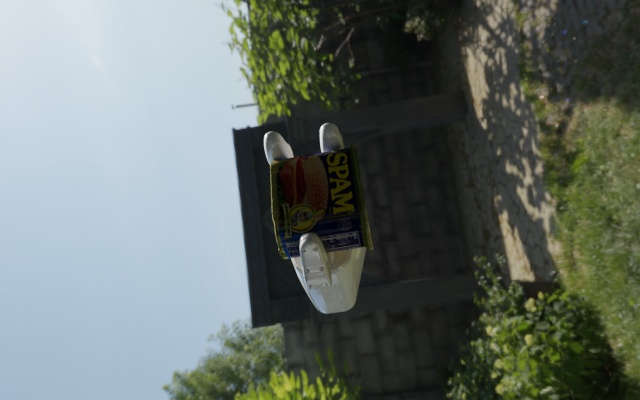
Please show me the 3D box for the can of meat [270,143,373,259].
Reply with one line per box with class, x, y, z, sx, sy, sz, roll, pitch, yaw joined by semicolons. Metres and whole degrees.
can of meat;0.000;0.002;0.450;0.084;0.102;0.057;-9;-35;5
